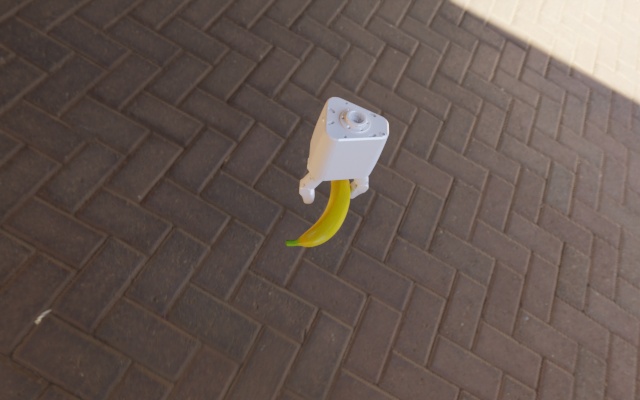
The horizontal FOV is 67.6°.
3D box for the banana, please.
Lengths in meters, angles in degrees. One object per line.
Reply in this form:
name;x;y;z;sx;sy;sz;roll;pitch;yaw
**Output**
banana;0.015;0.014;0.858;0.069;0.197;0.037;29;-32;6
